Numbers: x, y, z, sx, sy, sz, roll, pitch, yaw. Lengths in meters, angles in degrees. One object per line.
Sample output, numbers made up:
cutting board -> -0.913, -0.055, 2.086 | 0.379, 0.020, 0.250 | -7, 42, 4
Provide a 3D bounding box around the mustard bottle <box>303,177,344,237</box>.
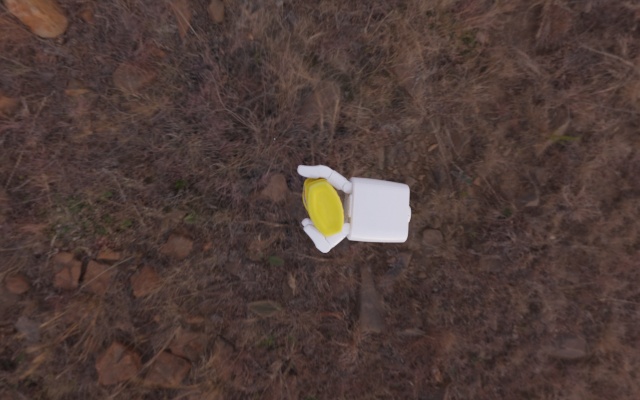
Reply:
mustard bottle -> 0.000, 0.003, 0.887 | 0.058, 0.096, 0.191 | -20, 9, -3
